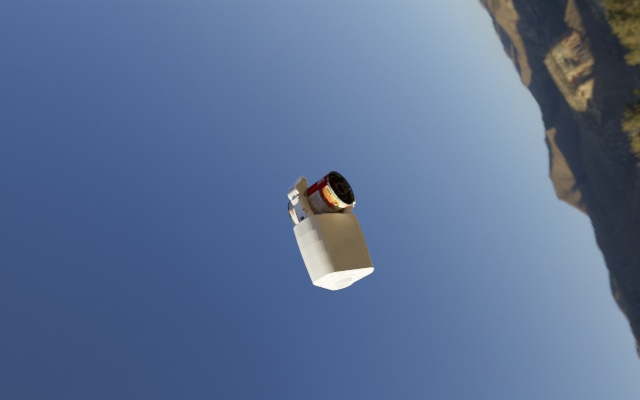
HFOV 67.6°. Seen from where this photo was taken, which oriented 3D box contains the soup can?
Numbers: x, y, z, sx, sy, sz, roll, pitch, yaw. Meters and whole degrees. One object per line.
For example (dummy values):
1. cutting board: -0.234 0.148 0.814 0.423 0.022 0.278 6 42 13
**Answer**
1. soup can: 0.000 0.002 0.845 0.102 0.068 0.068 -34 -19 30
